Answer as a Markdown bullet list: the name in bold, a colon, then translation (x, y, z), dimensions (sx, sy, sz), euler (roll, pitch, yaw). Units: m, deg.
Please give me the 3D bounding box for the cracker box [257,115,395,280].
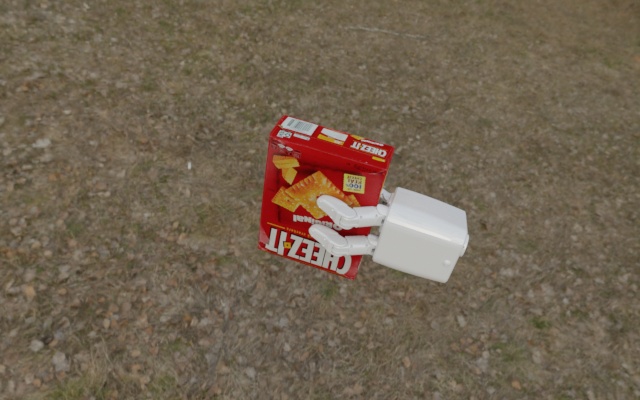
- **cracker box**: translation (0.000, 0.002, 0.695), dimensions (0.164, 0.214, 0.072), euler (18, 38, 8)
